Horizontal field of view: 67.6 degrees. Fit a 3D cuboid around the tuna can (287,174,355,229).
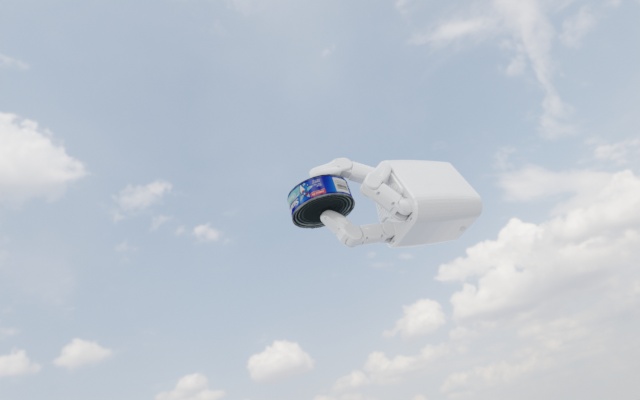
[{"bbox_3d":[0.000,0.002,0.632,0.086,0.033,0.086,-14,-28,-8],"label":"tuna can"}]
